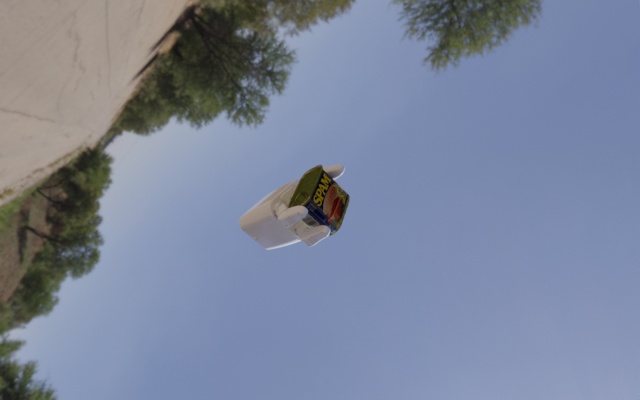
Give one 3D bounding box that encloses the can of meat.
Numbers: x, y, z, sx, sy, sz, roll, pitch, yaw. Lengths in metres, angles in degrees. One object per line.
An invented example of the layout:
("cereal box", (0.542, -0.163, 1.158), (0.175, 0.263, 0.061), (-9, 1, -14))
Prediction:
("can of meat", (0.000, 0.003, 0.843), (0.057, 0.102, 0.084), (-24, -58, 41))
